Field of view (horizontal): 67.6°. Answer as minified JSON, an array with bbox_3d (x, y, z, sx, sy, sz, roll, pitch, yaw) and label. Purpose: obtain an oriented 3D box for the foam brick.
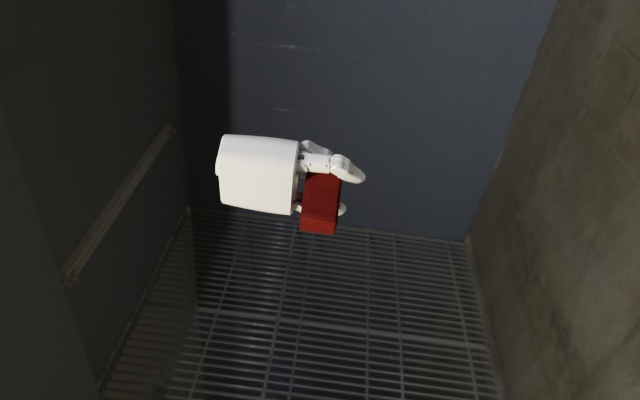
[{"bbox_3d":[0.000,0.002,0.672,0.051,0.078,0.053,8,-26,-1],"label":"foam brick"}]
